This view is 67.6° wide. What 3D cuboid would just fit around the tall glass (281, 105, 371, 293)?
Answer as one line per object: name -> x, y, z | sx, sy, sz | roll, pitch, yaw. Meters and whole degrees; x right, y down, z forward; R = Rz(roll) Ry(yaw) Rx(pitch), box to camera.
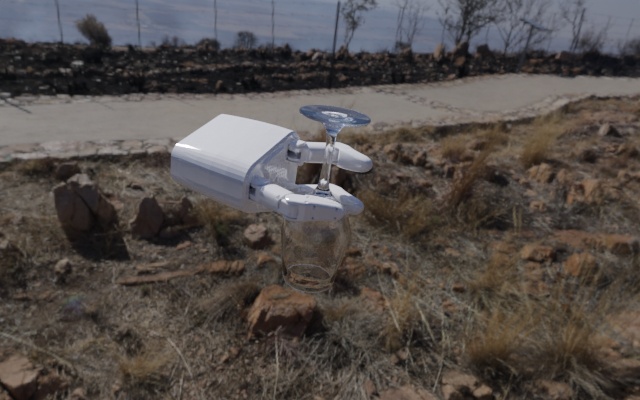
tall glass -> 0.000, 0.001, 0.528 | 0.079, 0.201, 0.079 | 8, 23, -3
